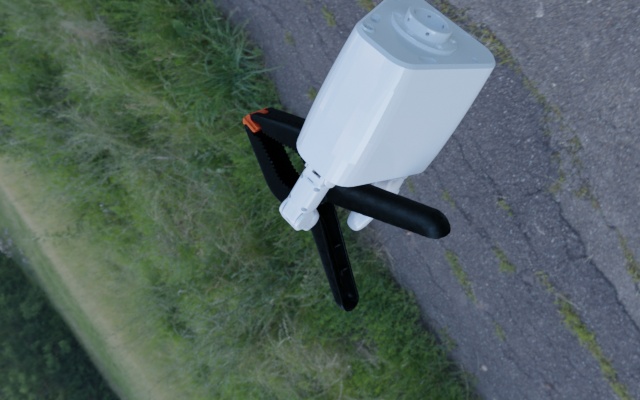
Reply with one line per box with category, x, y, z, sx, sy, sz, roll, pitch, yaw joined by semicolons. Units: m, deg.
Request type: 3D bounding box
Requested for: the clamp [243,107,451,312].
clamp;-0.001;0.001;0.445;0.036;0.210;0.165;-31;-21;-43
